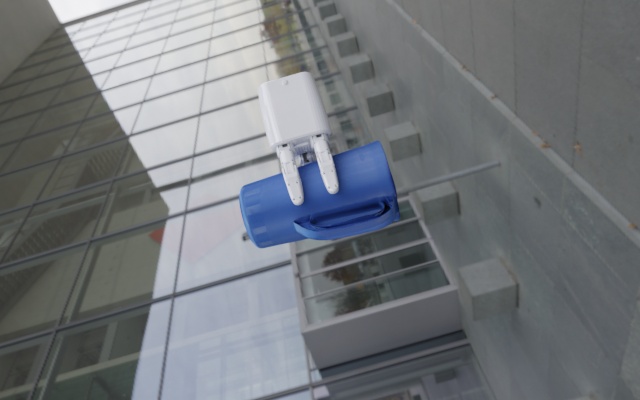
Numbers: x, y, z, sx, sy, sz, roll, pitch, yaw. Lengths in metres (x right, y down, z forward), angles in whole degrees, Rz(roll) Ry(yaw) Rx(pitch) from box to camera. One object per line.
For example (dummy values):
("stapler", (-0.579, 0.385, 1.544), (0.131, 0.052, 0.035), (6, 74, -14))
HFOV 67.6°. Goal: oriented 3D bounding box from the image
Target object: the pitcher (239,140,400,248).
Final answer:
("pitcher", (0.000, 0.002, 0.763), (0.243, 0.145, 0.149), (-15, -10, 2))
